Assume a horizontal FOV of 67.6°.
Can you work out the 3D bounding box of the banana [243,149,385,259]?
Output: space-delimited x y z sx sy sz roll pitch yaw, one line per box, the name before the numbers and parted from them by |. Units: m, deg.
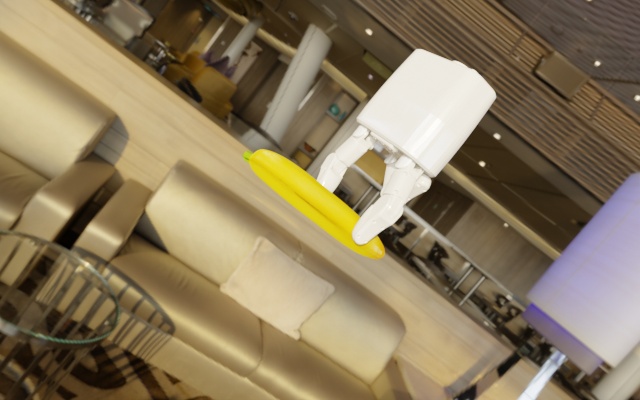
banana | -0.003 0.001 0.517 0.198 0.037 0.069 39 6 -2
